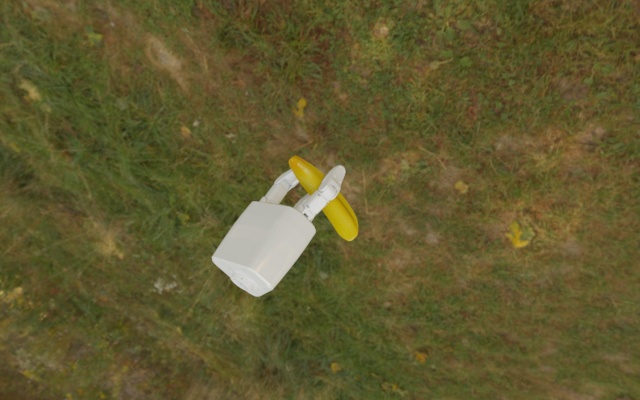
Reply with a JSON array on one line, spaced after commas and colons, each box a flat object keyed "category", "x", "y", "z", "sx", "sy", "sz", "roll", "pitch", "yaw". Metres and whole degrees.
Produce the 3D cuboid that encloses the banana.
[{"category": "banana", "x": 0.015, "y": 0.009, "z": 0.732, "sx": 0.069, "sy": 0.037, "sz": 0.198, "roll": 19, "pitch": -26, "yaw": 41}]
